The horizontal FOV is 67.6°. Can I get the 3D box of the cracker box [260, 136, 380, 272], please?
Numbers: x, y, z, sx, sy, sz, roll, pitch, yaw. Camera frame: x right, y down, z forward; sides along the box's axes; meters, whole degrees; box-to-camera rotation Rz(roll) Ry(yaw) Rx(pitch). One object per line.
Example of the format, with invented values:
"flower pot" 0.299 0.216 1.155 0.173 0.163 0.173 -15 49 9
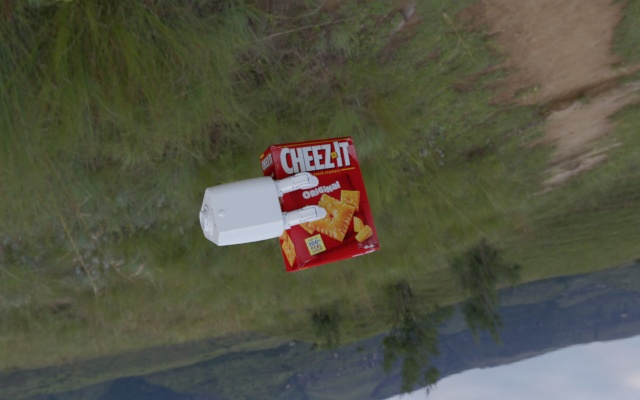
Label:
"cracker box" 0.000 0.003 0.840 0.164 0.213 0.072 -10 -8 -26
